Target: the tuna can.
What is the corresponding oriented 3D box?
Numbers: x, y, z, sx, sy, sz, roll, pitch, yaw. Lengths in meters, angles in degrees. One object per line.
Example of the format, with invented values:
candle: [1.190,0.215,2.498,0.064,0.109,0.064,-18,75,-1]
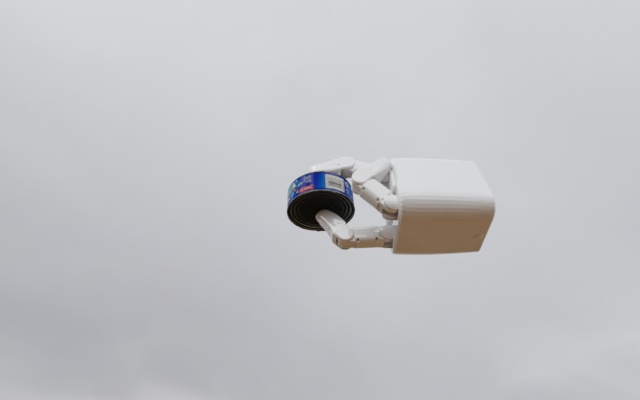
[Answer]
tuna can: [0.000,0.002,0.606,0.086,0.033,0.086,-2,-38,-1]
